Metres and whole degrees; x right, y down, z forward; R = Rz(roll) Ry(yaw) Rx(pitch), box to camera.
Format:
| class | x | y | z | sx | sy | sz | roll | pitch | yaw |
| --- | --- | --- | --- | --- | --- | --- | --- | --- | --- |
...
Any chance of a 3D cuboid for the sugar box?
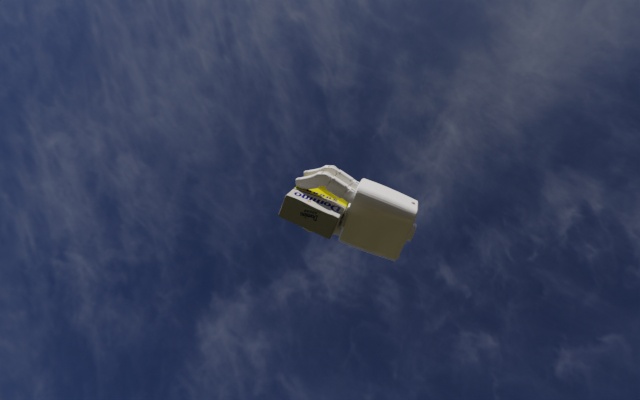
| class | x | y | z | sx | sy | sz | roll | pitch | yaw |
| --- | --- | --- | --- | --- | --- | --- | --- | --- | --- |
| sugar box | 0.000 | 0.002 | 0.822 | 0.093 | 0.048 | 0.176 | 24 | 17 | 5 |
